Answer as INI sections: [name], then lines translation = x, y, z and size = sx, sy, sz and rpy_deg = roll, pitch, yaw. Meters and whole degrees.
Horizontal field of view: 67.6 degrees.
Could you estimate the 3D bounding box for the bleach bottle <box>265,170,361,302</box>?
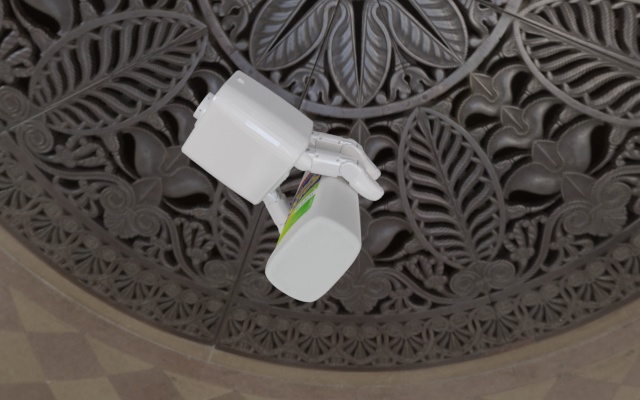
[bleach bottle]
translation = 0.000, 0.002, 0.568
size = 0.068, 0.102, 0.250
rpy_deg = 35, 24, -14
